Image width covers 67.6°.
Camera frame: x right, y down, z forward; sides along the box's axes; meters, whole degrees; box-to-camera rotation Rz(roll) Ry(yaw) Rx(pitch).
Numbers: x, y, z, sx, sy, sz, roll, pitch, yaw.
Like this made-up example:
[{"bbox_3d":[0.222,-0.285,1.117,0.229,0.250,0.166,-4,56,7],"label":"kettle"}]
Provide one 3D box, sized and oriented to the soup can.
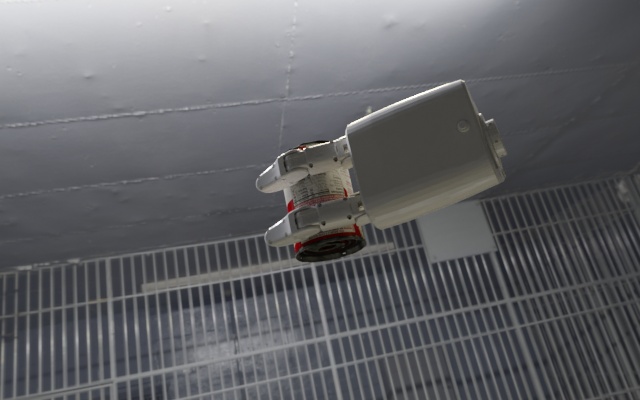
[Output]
[{"bbox_3d":[0.000,0.001,0.465,0.068,0.102,0.068,-11,-20,-4],"label":"soup can"}]
